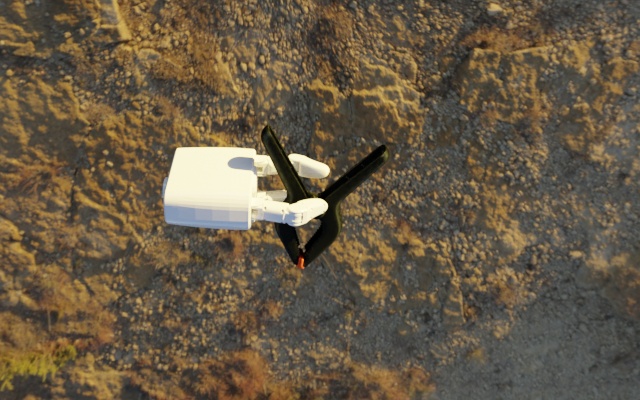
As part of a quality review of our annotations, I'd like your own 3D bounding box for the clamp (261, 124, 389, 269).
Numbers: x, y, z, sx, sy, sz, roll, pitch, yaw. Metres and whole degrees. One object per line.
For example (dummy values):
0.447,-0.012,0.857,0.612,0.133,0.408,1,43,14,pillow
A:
0.000,0.003,0.645,0.164,0.210,0.036,3,30,-4,clamp
